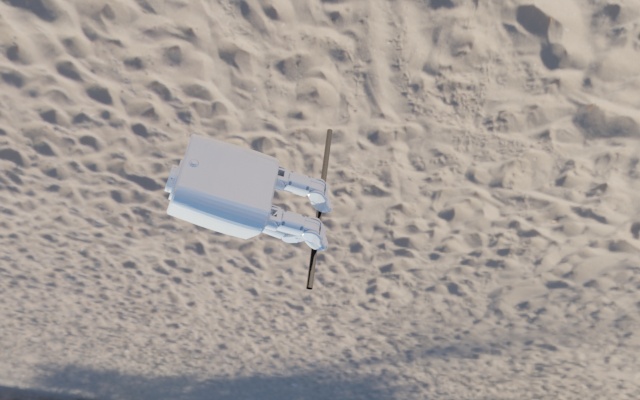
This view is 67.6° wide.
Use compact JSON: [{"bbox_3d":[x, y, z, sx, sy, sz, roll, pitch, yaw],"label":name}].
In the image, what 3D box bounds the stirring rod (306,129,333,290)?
[{"bbox_3d":[0.000,0.002,0.631,0.011,0.239,0.011,6,-30,3],"label":"stirring rod"}]
